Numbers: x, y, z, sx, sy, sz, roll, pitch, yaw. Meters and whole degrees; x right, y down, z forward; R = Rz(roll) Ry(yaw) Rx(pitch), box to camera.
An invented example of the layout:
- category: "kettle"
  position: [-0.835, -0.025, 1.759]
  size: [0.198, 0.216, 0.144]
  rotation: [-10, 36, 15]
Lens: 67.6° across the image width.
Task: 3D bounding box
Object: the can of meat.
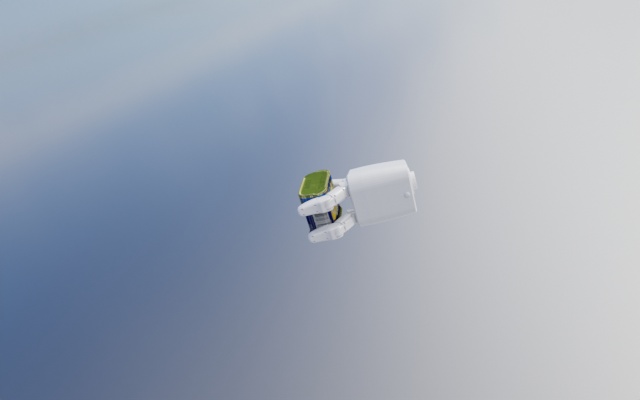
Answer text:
- category: "can of meat"
  position: [0.000, 0.003, 0.862]
  size: [0.057, 0.084, 0.102]
  rotation: [-11, 27, 12]
